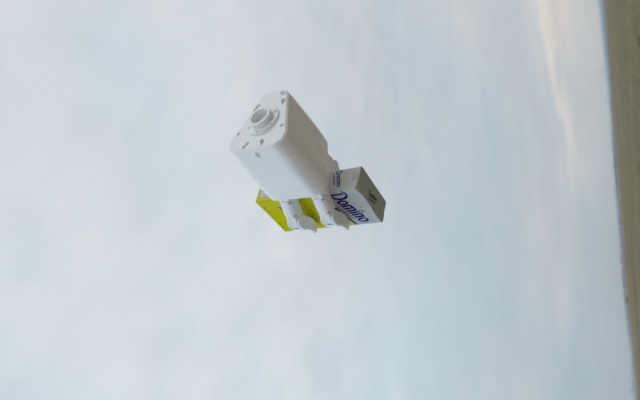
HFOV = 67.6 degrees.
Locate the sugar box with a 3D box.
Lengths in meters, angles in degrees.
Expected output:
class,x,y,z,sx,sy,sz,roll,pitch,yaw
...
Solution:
class,x,y,z,sx,sy,sz,roll,pitch,yaw
sugar box,0.000,0.003,0.725,0.176,0.048,0.093,-6,-37,32
